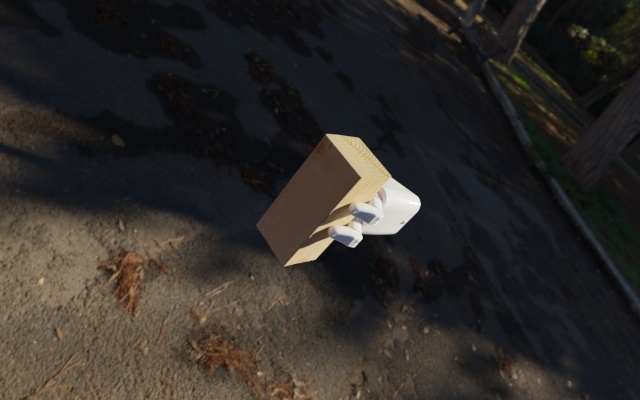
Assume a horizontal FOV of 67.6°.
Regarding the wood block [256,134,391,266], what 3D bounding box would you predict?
[{"bbox_3d":[0.000,0.002,0.760,0.090,0.090,0.206,-4,-39,-52],"label":"wood block"}]
